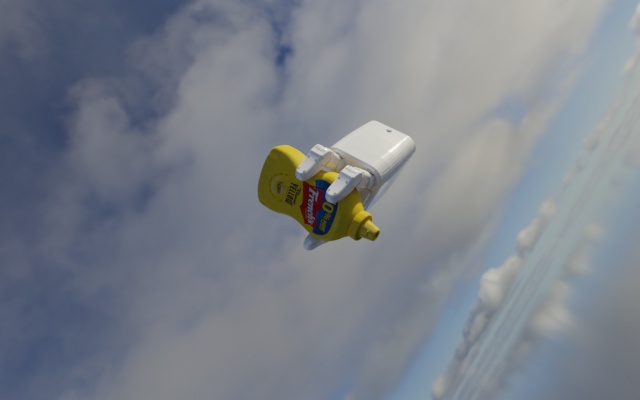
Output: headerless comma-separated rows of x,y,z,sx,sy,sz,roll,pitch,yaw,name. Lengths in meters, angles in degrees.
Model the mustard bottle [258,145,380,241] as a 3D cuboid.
0.000,0.002,0.672,0.191,0.096,0.058,31,25,25,mustard bottle
